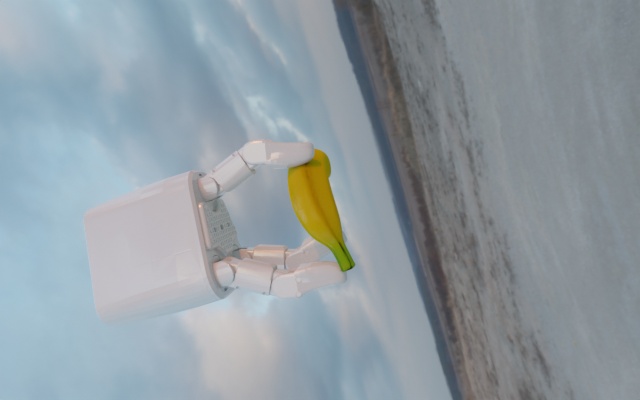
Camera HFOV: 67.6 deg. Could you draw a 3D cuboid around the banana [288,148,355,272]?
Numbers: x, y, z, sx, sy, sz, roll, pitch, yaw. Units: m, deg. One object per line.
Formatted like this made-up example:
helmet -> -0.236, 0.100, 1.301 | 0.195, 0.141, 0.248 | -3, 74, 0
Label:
banana -> -0.006, -0.013, 0.441 | 0.037, 0.070, 0.197 | -19, 27, 6
